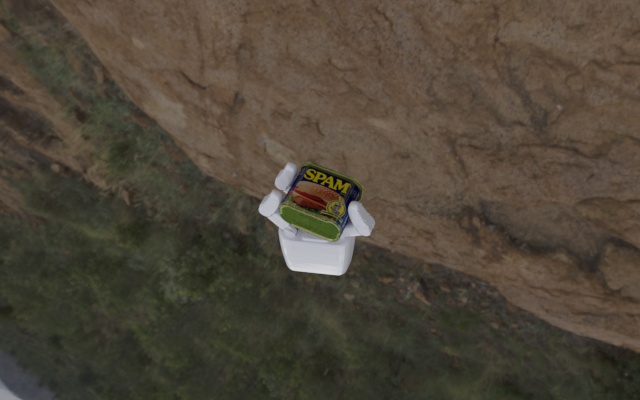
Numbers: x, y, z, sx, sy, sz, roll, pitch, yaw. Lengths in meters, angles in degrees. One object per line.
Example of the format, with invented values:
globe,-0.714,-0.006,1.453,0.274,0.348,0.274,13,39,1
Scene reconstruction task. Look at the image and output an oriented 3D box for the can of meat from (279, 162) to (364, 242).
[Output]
can of meat,0.000,0.003,0.698,0.102,0.084,0.057,22,-32,11
